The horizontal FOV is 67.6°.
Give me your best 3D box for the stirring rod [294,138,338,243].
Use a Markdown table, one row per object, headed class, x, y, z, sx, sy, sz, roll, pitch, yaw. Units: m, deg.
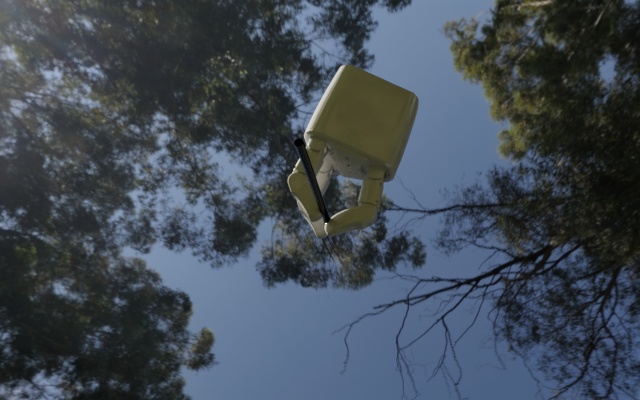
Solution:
| class | x | y | z | sx | sy | sz | roll | pitch | yaw |
| --- | --- | --- | --- | --- | --- | --- | --- | --- | --- |
| stirring rod | 0.000 | 0.002 | 0.493 | 0.011 | 0.011 | 0.240 | 0 | -24 | 9 |
